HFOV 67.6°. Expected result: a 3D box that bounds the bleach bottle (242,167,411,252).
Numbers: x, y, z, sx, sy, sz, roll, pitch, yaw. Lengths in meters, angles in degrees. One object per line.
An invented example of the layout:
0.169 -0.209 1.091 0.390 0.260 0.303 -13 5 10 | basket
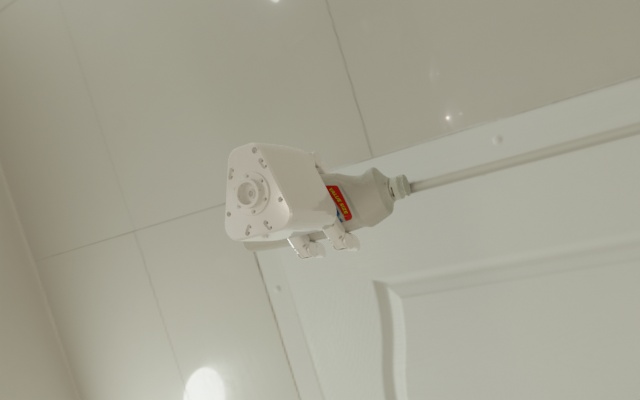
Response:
0.000 0.002 0.667 0.251 0.102 0.068 -15 -7 26 | bleach bottle
